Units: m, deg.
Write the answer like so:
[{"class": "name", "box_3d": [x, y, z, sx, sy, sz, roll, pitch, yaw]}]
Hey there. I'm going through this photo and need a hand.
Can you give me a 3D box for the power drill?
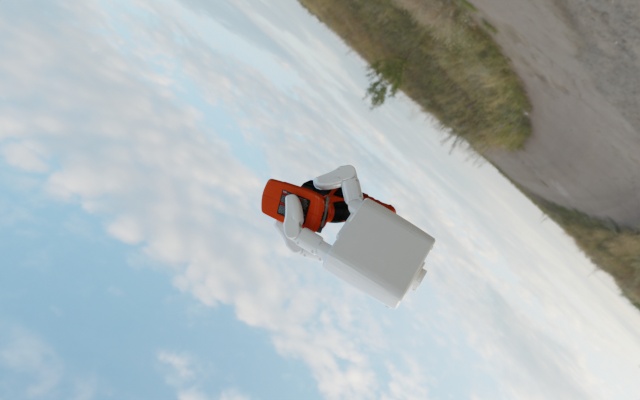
[{"class": "power drill", "box_3d": [0.000, 0.003, 0.726, 0.184, 0.057, 0.187, 18, 11, 35]}]
